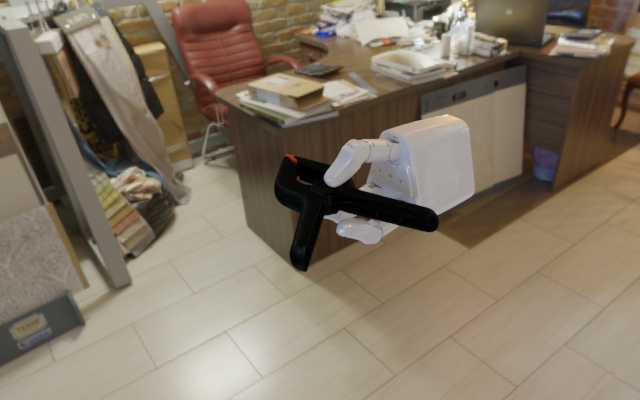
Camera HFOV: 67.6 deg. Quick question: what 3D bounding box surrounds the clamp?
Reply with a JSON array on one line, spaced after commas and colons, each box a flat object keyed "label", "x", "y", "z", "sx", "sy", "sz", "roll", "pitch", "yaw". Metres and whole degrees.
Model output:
[{"label": "clamp", "x": 0.000, "y": 0.001, "z": 0.527, "sx": 0.164, "sy": 0.036, "sz": 0.210, "roll": -17, "pitch": 34, "yaw": -30}]
